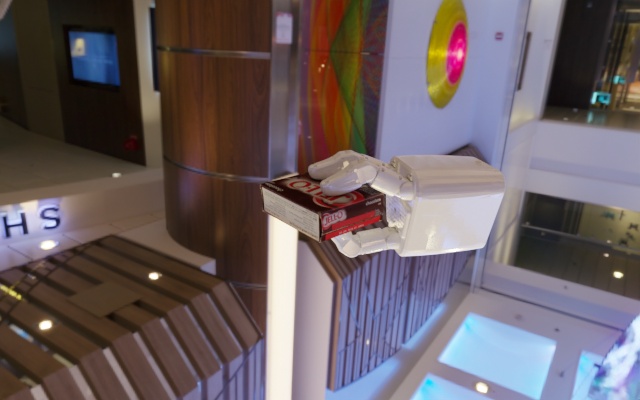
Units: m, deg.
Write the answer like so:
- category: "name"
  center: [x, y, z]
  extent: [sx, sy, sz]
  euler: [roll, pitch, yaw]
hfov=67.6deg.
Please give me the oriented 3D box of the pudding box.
- category: "pudding box"
  center: [0.000, 0.002, 0.530]
  extent: [0.090, 0.039, 0.113]
  euler: [-16, 24, -36]
